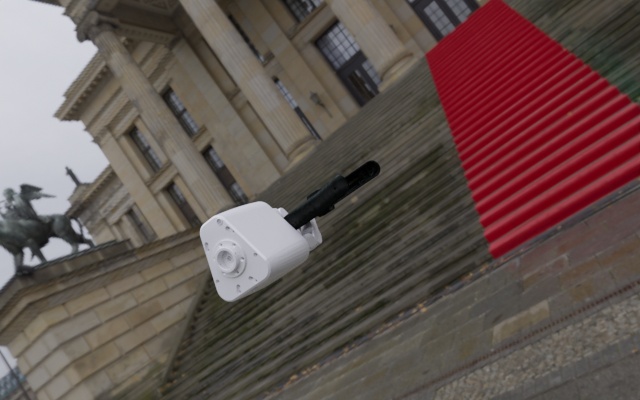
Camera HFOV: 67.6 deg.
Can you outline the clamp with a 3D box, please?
[{"bbox_3d":[0.000,0.002,0.669,0.171,0.039,0.120,-37,-11,23],"label":"clamp"}]
